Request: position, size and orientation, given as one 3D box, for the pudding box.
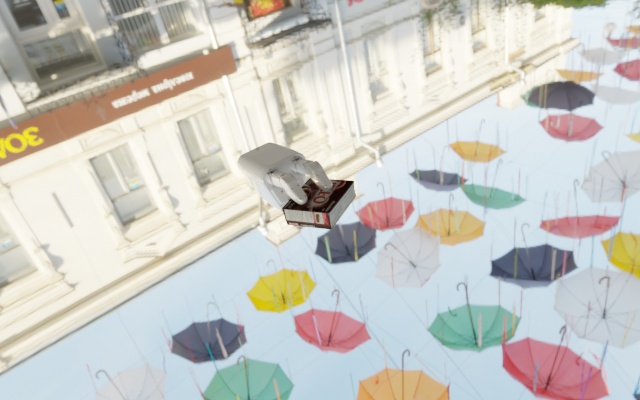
[{"bbox_3d":[0.000,0.003,0.829,0.090,0.039,0.113,4,35,27],"label":"pudding box"}]
